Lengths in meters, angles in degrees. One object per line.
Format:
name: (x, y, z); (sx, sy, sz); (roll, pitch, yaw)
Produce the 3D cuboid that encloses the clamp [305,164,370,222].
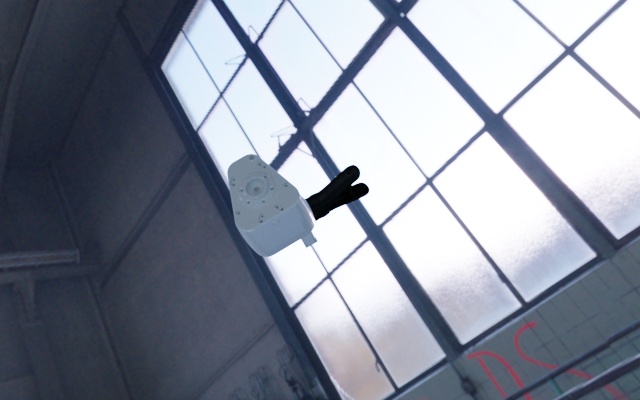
clamp: (0.000, 0.002, 0.742); (0.171, 0.039, 0.120); (-31, -23, -4)
